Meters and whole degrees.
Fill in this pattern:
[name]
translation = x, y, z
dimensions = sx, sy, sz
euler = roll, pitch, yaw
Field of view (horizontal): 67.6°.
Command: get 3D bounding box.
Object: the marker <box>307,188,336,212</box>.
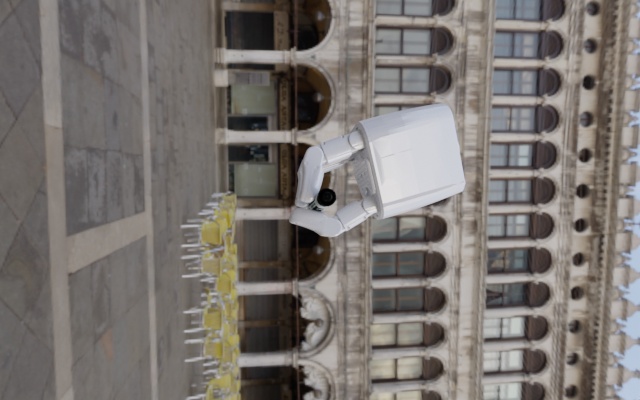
[marker]
translation = 0.000, 0.002, 0.531
dimensions = 0.020, 0.020, 0.121
euler = 0, -6, -7
